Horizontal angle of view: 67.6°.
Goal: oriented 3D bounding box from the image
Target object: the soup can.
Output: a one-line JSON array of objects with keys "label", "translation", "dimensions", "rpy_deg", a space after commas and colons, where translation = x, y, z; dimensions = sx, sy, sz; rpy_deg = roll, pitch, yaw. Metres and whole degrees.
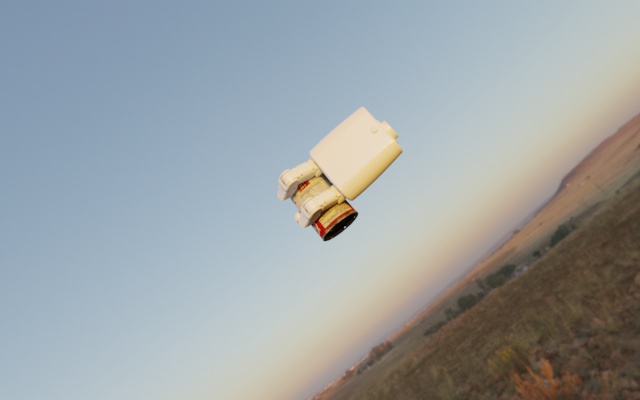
[{"label": "soup can", "translation": [0.000, 0.003, 0.732], "dimensions": [0.068, 0.102, 0.068], "rpy_deg": [-35, -17, -13]}]
